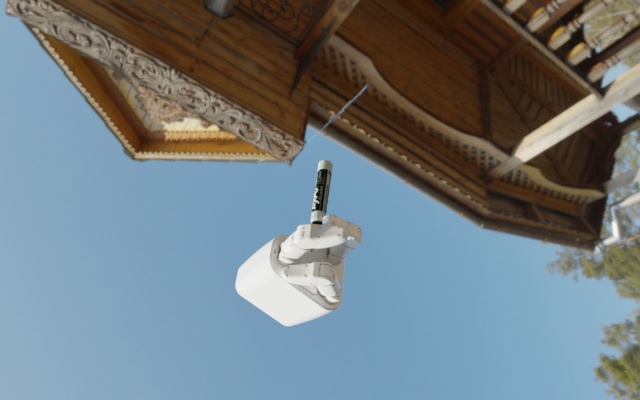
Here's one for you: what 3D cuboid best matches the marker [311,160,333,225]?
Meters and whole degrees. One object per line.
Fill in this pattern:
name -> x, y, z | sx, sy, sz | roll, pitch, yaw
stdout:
marker -> 0.000, 0.002, 0.587 | 0.020, 0.121, 0.020 | 5, -34, 4
